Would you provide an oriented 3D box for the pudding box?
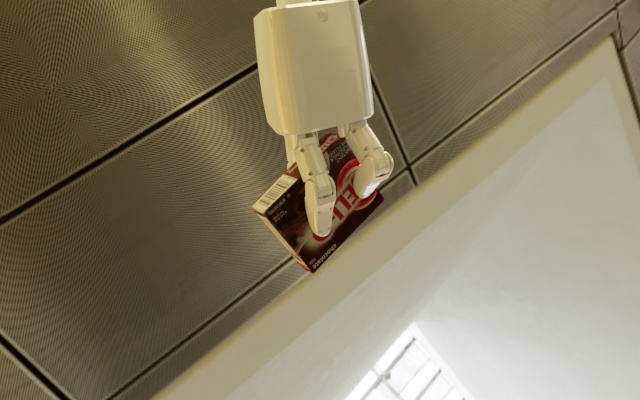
[{"bbox_3d":[0.000,0.001,0.479,0.113,0.090,0.039,-44,30,-12],"label":"pudding box"}]
